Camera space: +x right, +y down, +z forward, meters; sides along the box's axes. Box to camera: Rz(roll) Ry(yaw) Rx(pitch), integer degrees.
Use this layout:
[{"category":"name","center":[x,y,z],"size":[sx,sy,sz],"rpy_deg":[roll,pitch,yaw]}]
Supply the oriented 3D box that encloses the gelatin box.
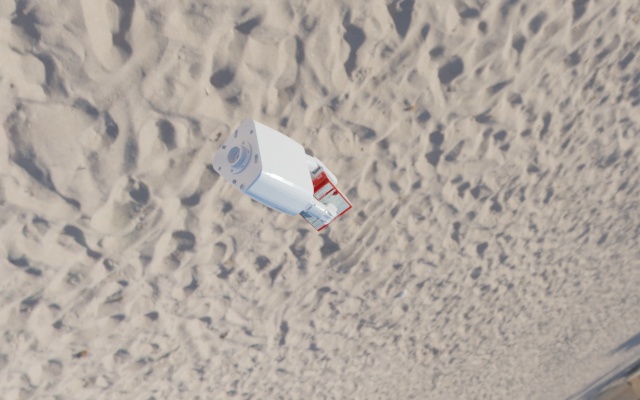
[{"category":"gelatin box","center":[0.000,0.003,0.780],"size":[0.073,0.030,0.089],"rpy_deg":[-37,-42,7]}]
